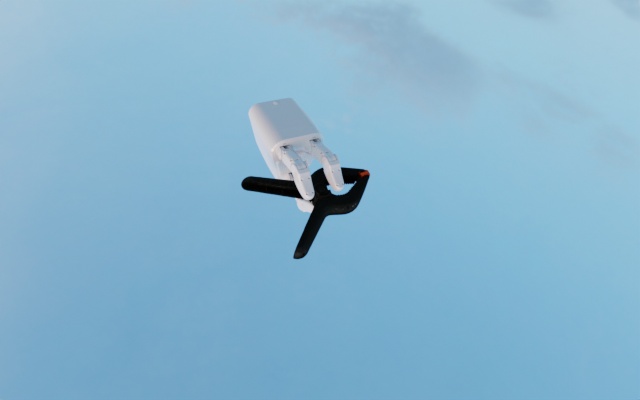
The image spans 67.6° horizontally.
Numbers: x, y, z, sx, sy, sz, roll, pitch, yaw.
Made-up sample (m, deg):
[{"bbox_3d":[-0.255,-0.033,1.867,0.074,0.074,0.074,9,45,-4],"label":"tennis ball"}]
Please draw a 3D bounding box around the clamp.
[{"bbox_3d":[0.000,0.003,0.762,0.210,0.164,0.036,-16,-33,-26],"label":"clamp"}]
